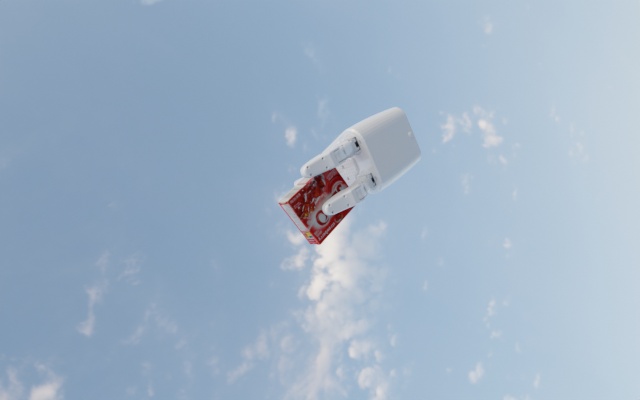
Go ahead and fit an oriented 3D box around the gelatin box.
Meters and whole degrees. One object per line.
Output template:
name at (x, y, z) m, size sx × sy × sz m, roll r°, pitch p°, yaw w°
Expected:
gelatin box at (0.000, 0.002, 0.627) m, size 0.089 × 0.073 × 0.030 m, roll -45°, pitch 20°, yaw -26°
